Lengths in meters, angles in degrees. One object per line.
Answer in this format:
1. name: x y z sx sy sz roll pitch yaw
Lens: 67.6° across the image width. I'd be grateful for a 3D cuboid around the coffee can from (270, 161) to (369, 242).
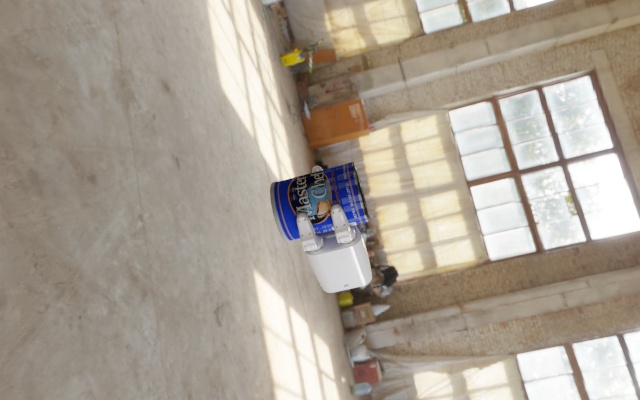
1. coffee can: 0.000 0.002 0.784 0.140 0.103 0.103 -14 -2 8
